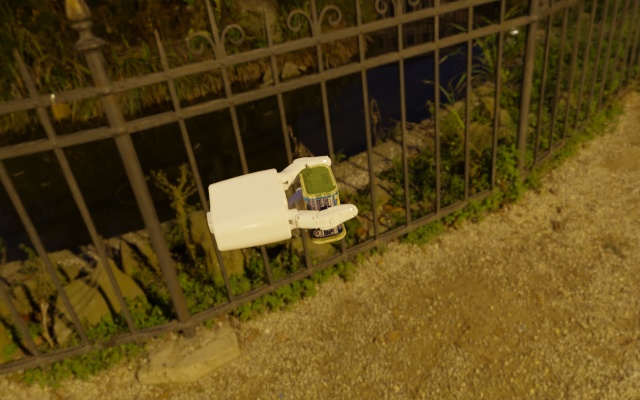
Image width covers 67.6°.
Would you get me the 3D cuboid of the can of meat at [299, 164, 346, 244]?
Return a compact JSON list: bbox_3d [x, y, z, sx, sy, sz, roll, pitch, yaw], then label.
[{"bbox_3d":[0.000,0.002,0.738,0.057,0.084,0.102,-11,31,-3],"label":"can of meat"}]
